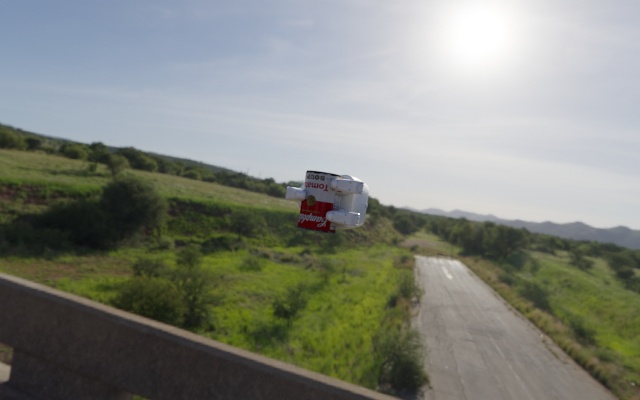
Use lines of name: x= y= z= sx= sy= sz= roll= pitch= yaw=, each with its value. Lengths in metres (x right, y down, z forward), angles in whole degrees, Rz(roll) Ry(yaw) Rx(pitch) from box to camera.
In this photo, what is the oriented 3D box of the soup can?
soup can: x=0.000 y=0.002 z=0.832 sx=0.068 sy=0.102 sz=0.068 roll=9 pitch=0 yaw=0
